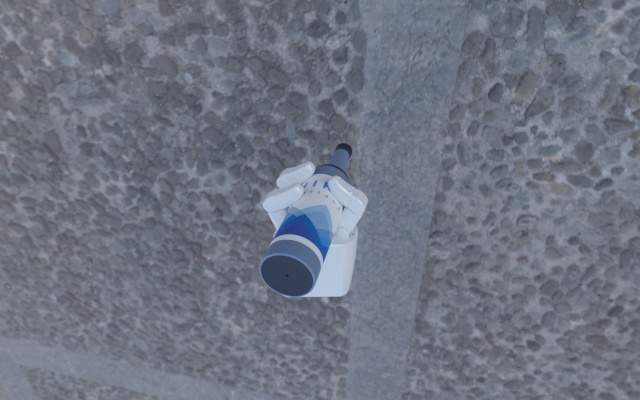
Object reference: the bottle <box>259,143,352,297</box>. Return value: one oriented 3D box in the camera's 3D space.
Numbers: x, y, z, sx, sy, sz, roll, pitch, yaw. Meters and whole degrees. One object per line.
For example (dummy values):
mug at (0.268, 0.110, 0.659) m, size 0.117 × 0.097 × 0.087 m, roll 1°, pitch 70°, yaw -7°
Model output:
bottle at (0.000, 0.002, 0.648) m, size 0.069 × 0.069 × 0.295 m, roll 0°, pitch 34°, yaw 18°
